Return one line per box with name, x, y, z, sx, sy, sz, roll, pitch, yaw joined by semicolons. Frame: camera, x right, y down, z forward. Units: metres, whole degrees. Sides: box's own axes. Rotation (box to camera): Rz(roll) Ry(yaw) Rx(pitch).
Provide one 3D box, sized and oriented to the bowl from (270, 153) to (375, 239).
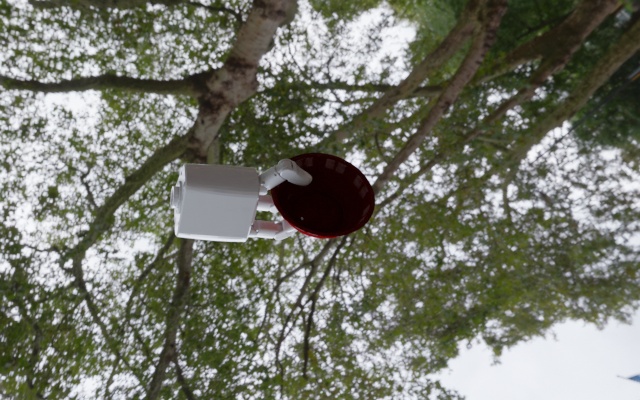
bowl;0.001;0.003;0.742;0.162;0.162;0.055;0;-37;-13
